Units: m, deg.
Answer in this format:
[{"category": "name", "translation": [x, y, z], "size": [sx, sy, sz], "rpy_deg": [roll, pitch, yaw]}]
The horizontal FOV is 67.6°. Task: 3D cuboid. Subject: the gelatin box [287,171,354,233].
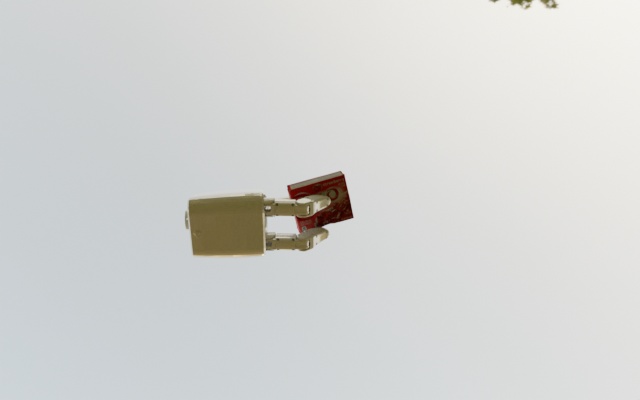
[{"category": "gelatin box", "translation": [0.000, 0.002, 0.729], "size": [0.089, 0.073, 0.030], "rpy_deg": [-16, 20, -6]}]
